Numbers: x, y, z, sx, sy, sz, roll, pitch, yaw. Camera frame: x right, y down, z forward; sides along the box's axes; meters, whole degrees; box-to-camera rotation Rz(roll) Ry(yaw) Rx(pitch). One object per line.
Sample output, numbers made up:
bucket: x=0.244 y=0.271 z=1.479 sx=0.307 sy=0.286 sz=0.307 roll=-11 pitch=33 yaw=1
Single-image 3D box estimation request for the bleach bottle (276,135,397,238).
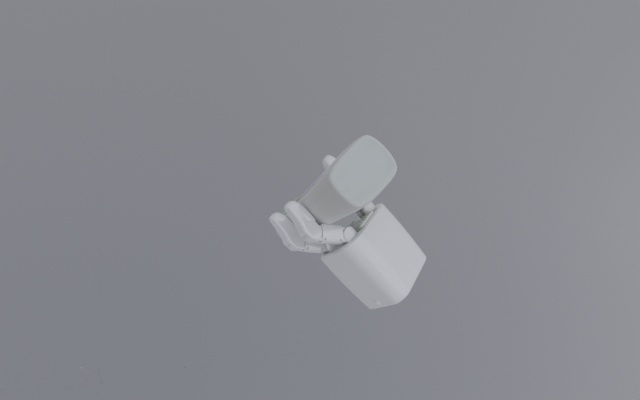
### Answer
bleach bottle: x=0.000 y=0.002 z=0.679 sx=0.102 sy=0.068 sz=0.251 roll=-46 pitch=5 yaw=-31
